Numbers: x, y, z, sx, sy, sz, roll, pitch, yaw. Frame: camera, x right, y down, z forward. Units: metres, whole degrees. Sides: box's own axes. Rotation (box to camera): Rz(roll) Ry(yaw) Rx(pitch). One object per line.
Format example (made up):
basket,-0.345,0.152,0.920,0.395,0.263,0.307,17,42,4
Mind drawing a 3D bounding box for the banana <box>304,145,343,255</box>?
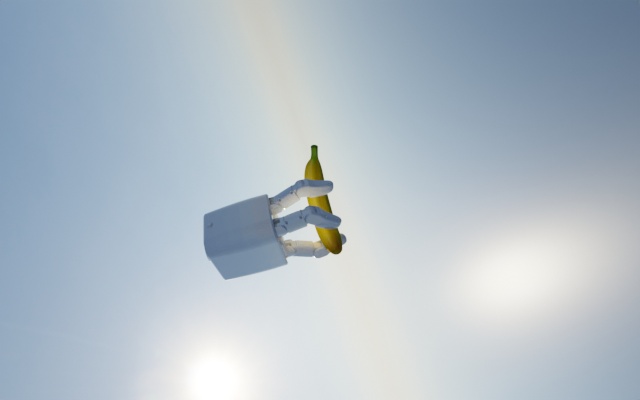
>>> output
banana,0.000,0.008,0.777,0.037,0.197,0.070,-13,-27,-4
